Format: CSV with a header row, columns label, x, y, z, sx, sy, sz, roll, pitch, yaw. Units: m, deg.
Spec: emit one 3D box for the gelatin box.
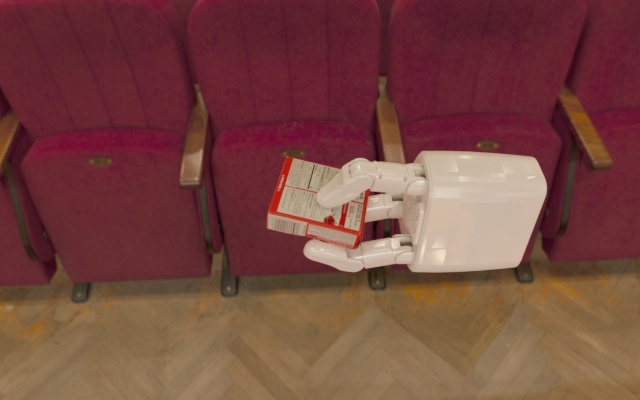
label,x,y,z,sx,sy,sz,roll,pitch,yaw
gelatin box,0.000,0.001,0.456,0.089,0.073,0.030,13,-38,0
